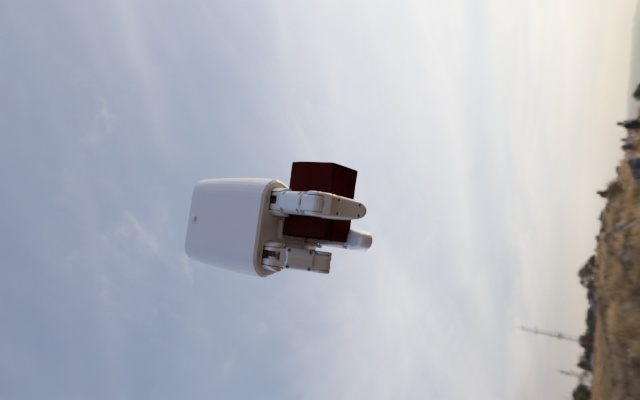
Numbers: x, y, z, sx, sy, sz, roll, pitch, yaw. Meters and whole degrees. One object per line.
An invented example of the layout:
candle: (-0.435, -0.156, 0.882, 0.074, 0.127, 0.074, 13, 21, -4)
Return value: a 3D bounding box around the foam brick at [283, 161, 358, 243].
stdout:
foam brick: (0.000, 0.001, 0.492, 0.051, 0.078, 0.053, 5, -6, 33)
